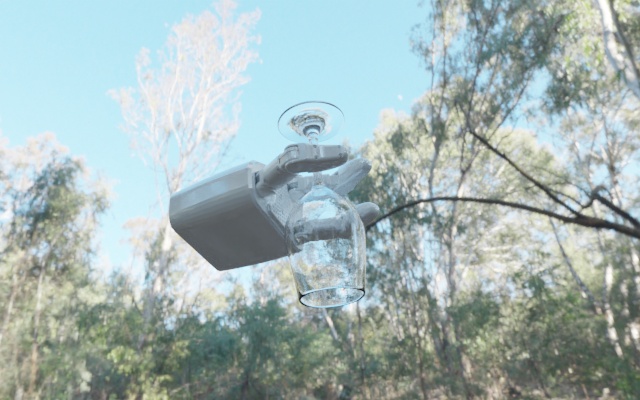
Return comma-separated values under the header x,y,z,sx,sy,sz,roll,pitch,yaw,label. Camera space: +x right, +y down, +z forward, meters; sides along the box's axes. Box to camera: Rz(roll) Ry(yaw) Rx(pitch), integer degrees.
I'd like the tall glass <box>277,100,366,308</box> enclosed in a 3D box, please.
x,y,z,sx,sy,sz,roll,pitch,yaw,label
0.000,0.001,0.480,0.079,0.201,0.079,-6,-28,-3,tall glass
